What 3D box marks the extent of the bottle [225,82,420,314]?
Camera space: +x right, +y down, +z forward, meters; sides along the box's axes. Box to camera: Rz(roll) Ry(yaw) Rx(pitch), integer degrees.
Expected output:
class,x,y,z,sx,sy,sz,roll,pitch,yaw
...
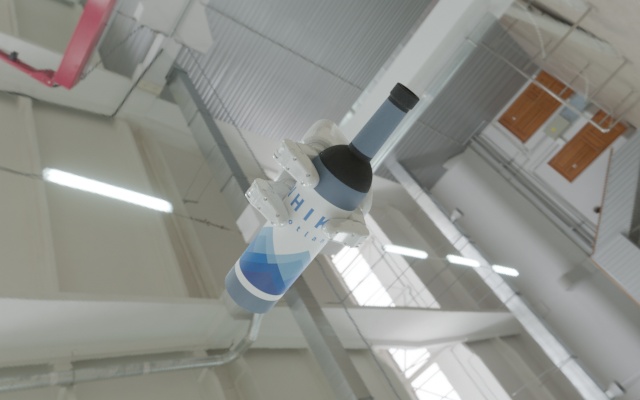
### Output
class,x,y,z,sx,sy,sz,roll,pitch,yaw
bottle,0.000,0.002,0.512,0.069,0.296,0.069,32,23,-15
